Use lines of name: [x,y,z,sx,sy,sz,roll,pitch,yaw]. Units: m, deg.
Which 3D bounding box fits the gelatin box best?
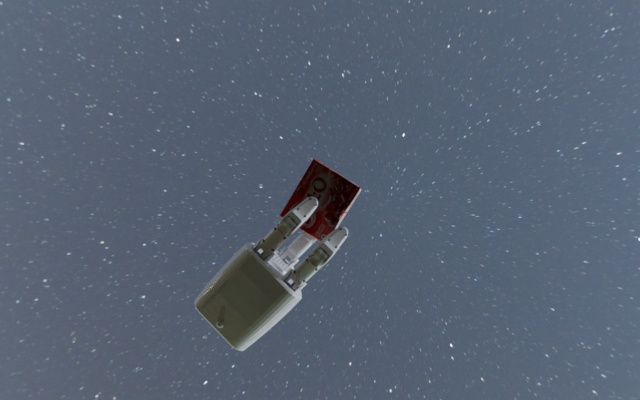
gelatin box: [0.000,0.002,0.630,0.073,0.089,0.030,32,4,7]
